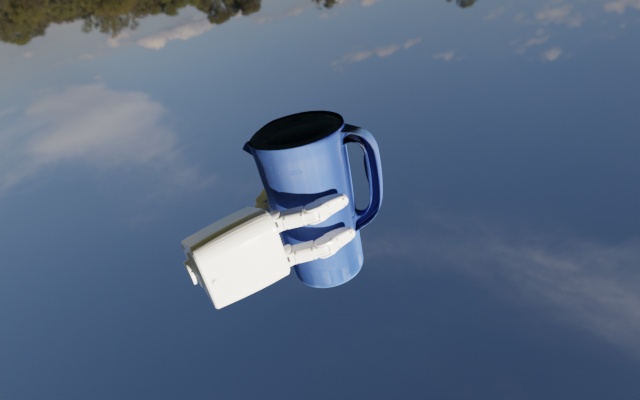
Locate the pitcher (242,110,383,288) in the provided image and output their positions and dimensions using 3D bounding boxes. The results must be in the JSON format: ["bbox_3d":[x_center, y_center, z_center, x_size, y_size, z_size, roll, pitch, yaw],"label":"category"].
[{"bbox_3d":[0.000,0.002,0.685,0.145,0.243,0.149,-26,30,-20],"label":"pitcher"}]
